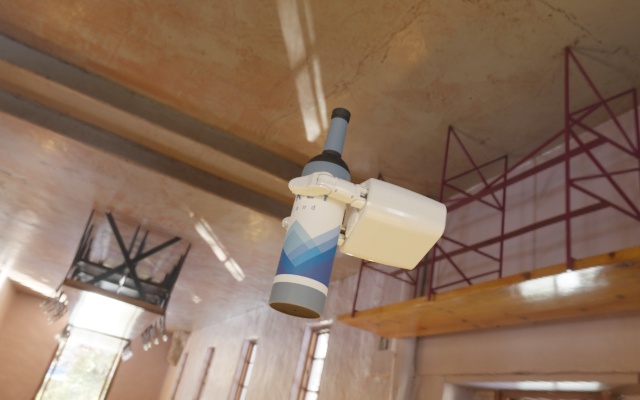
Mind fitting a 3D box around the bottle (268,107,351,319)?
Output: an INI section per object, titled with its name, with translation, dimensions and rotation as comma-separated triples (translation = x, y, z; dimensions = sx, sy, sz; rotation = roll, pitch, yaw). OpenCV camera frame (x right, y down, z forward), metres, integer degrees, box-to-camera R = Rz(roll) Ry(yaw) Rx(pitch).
[bottle]
translation = 0.000, 0.002, 0.630
dimensions = 0.069, 0.295, 0.069
rotation = 11, -26, 5
